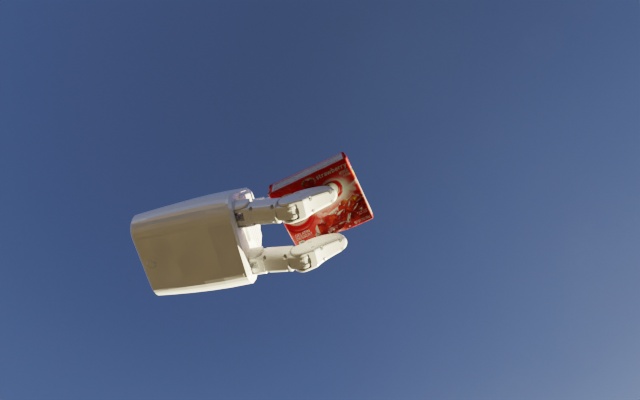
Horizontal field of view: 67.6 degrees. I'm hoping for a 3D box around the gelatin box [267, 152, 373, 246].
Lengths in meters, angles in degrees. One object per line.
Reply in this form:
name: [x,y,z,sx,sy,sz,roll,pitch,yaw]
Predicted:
gelatin box: [0.000,0.001,0.500,0.089,0.073,0.030,-24,20,6]
